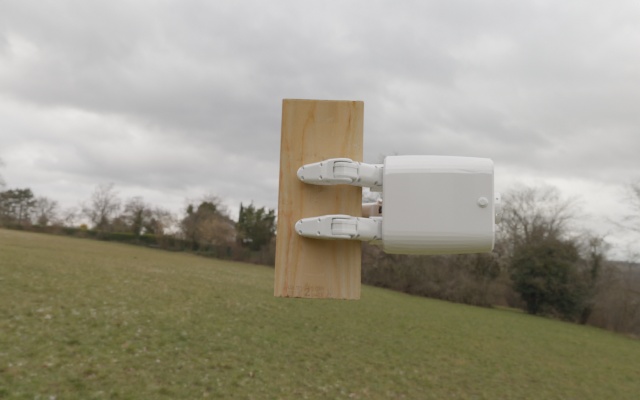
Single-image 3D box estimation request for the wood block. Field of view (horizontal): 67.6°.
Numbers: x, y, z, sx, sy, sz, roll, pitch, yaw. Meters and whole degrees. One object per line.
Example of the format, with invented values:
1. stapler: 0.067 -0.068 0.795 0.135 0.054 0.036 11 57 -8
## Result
1. wood block: 0.000 0.002 0.533 0.090 0.206 0.091 2 -7 2
